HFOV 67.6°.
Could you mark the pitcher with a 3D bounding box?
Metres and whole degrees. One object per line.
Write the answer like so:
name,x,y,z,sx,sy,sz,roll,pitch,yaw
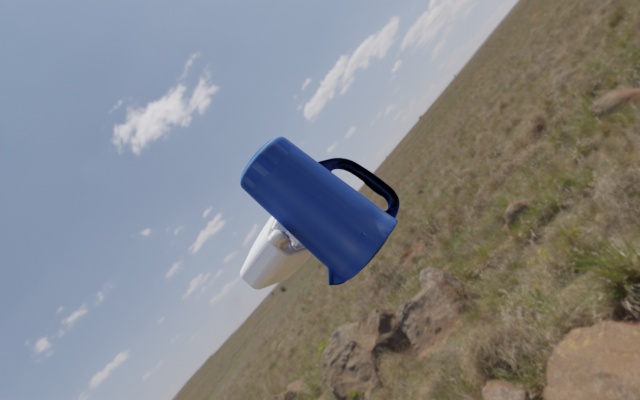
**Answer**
pitcher,0.000,0.003,0.770,0.243,0.145,0.149,40,29,4
